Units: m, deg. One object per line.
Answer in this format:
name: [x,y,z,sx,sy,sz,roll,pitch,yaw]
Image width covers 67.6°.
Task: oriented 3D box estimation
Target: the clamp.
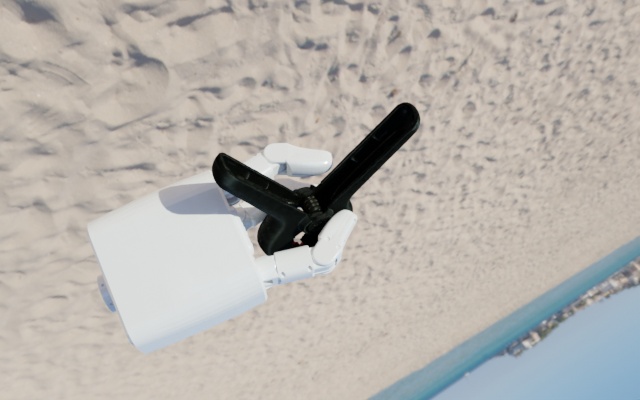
clamp: [0.000,0.002,0.420,0.164,0.036,0.210,-21,-28,-13]
